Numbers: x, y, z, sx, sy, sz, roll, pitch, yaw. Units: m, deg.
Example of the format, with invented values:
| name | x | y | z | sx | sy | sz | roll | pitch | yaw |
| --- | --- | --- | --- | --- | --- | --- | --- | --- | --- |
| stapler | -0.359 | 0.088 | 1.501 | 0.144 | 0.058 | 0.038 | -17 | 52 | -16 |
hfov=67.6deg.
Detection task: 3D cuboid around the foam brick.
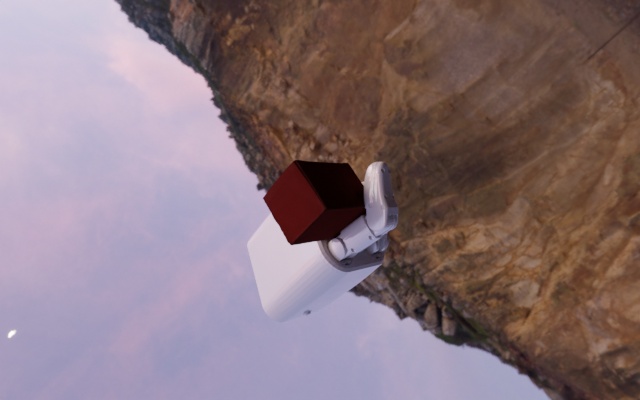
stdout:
| name | x | y | z | sx | sy | sz | roll | pitch | yaw |
| --- | --- | --- | --- | --- | --- | --- | --- | --- | --- |
| foam brick | 0.000 | 0.001 | 0.418 | 0.051 | 0.053 | 0.078 | -45 | -25 | 30 |
